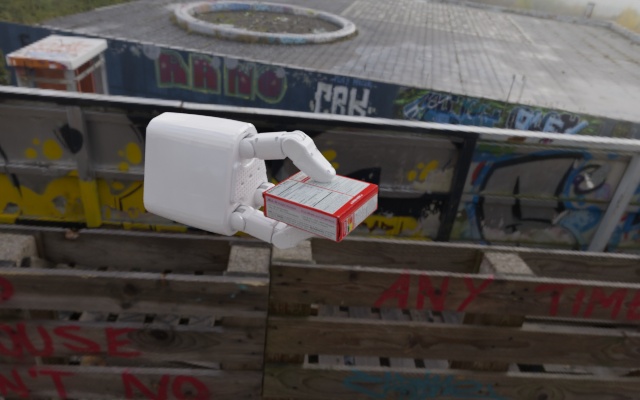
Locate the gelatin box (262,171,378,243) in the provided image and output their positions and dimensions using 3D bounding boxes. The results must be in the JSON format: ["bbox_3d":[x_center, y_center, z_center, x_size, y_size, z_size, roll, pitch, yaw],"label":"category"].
[{"bbox_3d":[0.000,0.001,0.462,0.089,0.030,0.073,16,32,30],"label":"gelatin box"}]
